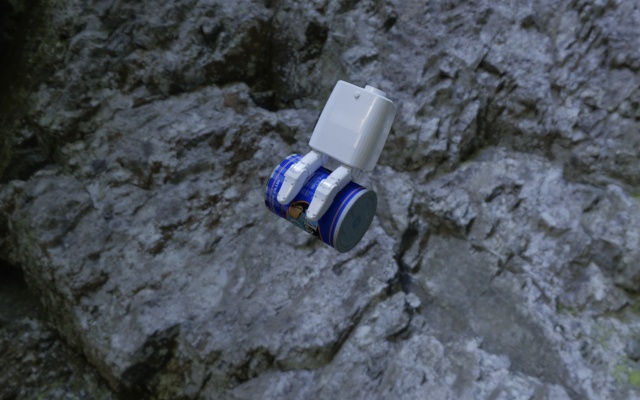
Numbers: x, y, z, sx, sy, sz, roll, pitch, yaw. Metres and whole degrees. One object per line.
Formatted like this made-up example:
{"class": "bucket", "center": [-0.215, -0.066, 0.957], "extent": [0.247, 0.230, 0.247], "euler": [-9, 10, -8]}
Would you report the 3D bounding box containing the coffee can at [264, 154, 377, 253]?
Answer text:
{"class": "coffee can", "center": [0.000, 0.003, 0.727], "extent": [0.140, 0.103, 0.103], "euler": [28, 14, 27]}
